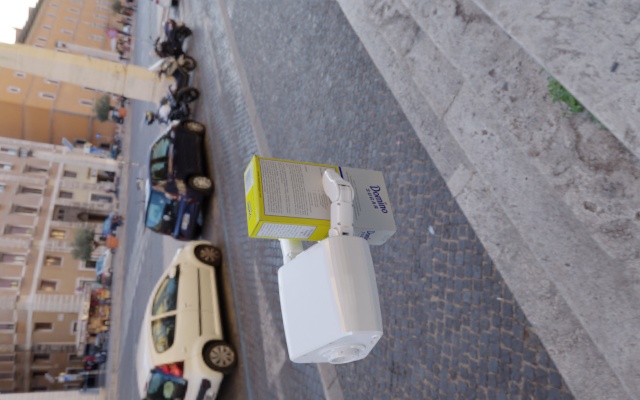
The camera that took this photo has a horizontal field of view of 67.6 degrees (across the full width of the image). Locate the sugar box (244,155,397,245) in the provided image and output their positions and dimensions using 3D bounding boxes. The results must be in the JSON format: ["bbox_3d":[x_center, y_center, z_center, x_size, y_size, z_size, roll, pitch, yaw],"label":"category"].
[{"bbox_3d":[0.000,0.002,0.580,0.176,0.093,0.048,8,-35,-25],"label":"sugar box"}]
